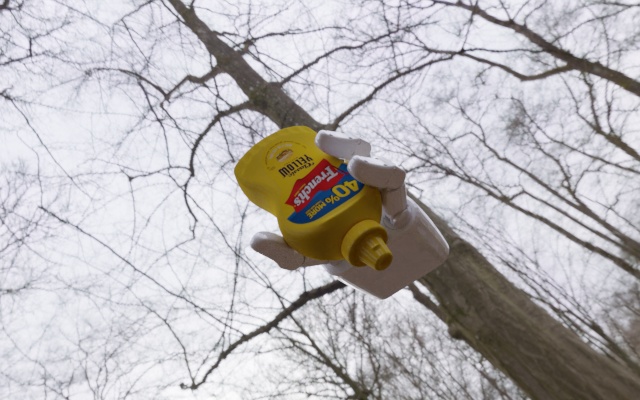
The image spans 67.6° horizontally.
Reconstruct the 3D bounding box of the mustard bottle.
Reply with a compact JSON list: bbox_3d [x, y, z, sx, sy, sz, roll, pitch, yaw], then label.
[{"bbox_3d":[0.000,0.001,0.443,0.096,0.058,0.191,-32,46,-15],"label":"mustard bottle"}]
